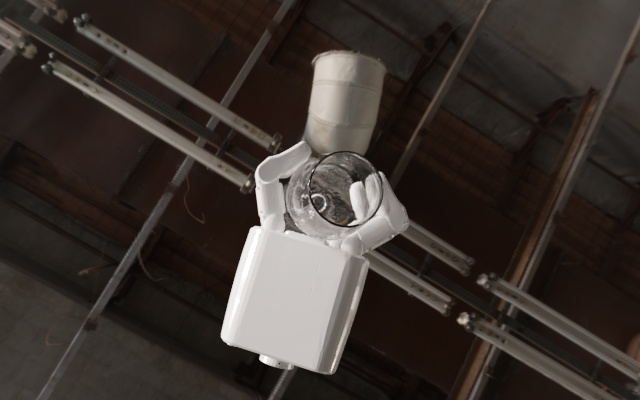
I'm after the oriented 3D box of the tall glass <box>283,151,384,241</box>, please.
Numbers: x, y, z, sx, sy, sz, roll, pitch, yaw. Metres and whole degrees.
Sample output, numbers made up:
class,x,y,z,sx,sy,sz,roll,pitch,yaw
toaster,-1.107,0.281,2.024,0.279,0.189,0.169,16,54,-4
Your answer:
class,x,y,z,sx,sy,sz,roll,pitch,yaw
tall glass,0.000,0.001,0.471,0.079,0.079,0.201,0,-6,-12
